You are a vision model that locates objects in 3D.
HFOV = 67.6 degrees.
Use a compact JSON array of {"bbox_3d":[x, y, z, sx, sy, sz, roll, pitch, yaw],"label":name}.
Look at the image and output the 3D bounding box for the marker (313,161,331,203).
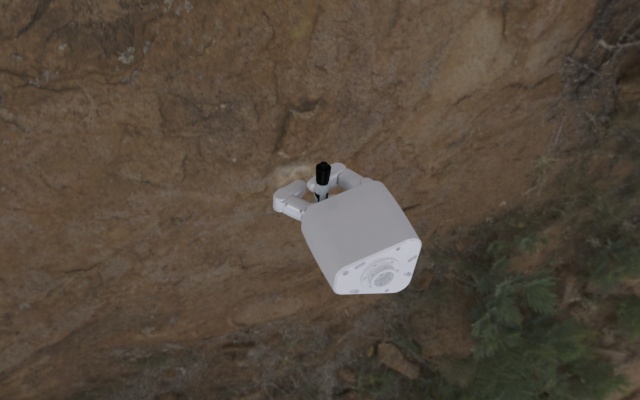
[{"bbox_3d":[0.000,0.002,0.604,0.020,0.121,0.020,3,40,-3],"label":"marker"}]
